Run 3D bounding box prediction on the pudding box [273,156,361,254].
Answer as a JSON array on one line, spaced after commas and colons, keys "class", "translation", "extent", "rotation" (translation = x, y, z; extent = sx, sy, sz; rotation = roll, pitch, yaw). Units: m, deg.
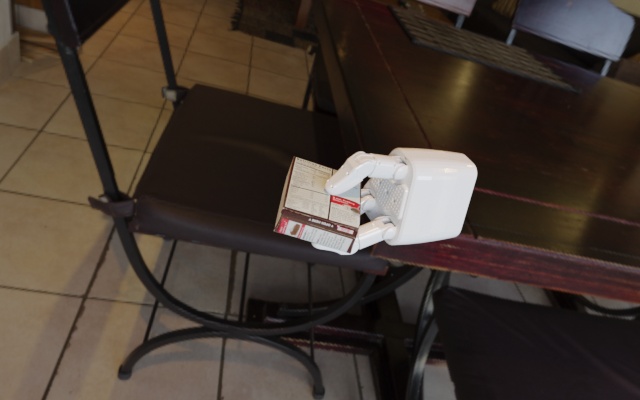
[{"class": "pudding box", "translation": [0.000, 0.002, 0.554], "extent": [0.090, 0.039, 0.113], "rotation": [16, 33, -6]}]
